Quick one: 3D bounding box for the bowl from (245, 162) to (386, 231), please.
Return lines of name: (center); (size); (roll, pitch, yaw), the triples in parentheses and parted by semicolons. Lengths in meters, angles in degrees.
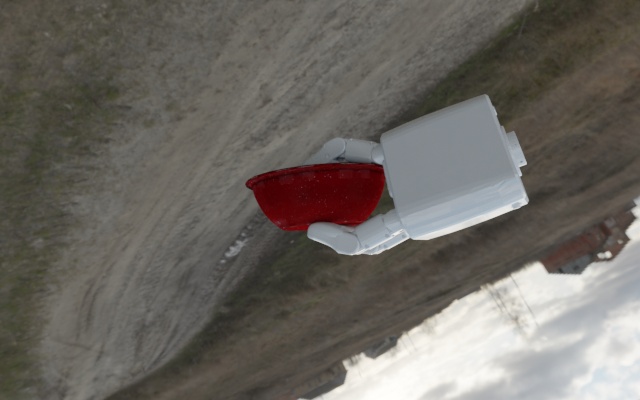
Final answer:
bowl: (-0.001, 0.002, 0.527); (0.162, 0.055, 0.162); (-5, -7, -1)
